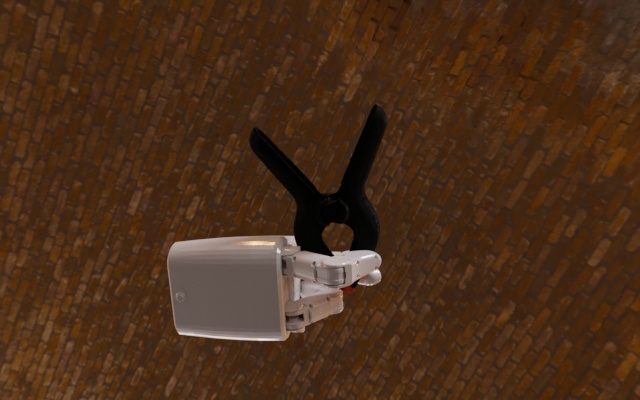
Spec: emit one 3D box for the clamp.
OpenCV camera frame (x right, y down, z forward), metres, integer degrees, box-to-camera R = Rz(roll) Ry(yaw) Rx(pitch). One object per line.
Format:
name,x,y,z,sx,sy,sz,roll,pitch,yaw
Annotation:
clamp,0.000,0.001,0.434,0.120,0.171,0.039,0,13,7
